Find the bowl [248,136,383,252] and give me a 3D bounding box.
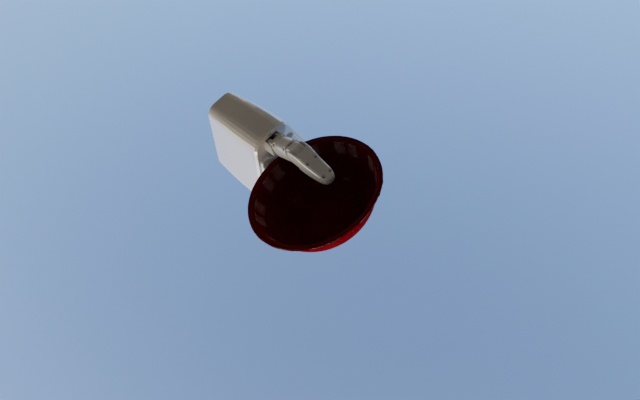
[{"bbox_3d":[0.001,0.003,0.549,0.162,0.162,0.055,0,-37,26],"label":"bowl"}]
